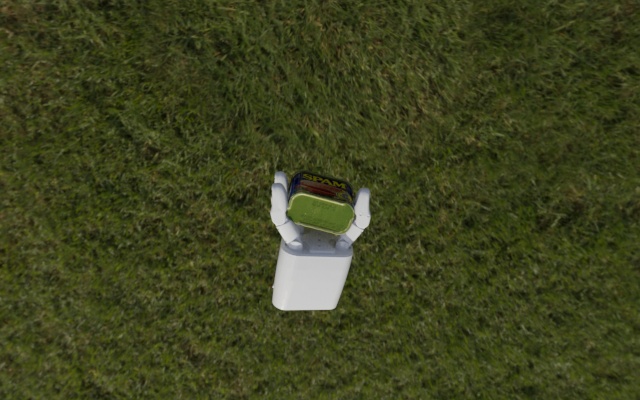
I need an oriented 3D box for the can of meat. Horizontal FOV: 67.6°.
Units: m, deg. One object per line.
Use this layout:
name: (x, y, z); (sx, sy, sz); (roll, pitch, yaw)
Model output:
can of meat: (0.000, 0.002, 0.712); (0.102, 0.057, 0.084); (14, 24, -6)
